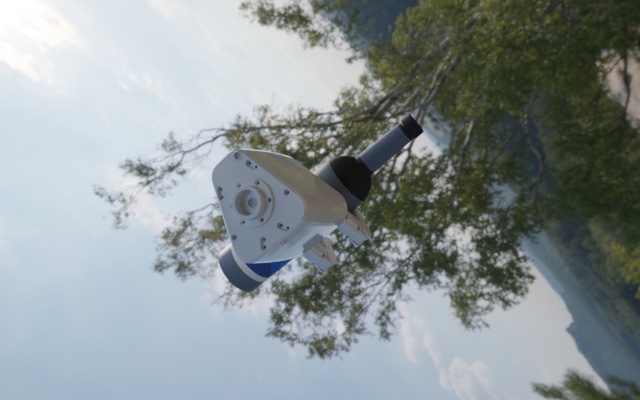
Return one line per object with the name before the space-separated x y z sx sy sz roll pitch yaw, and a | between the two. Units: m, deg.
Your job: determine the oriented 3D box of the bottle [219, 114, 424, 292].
bottle | 0.000 0.002 0.581 0.296 0.069 0.069 -40 -14 17
